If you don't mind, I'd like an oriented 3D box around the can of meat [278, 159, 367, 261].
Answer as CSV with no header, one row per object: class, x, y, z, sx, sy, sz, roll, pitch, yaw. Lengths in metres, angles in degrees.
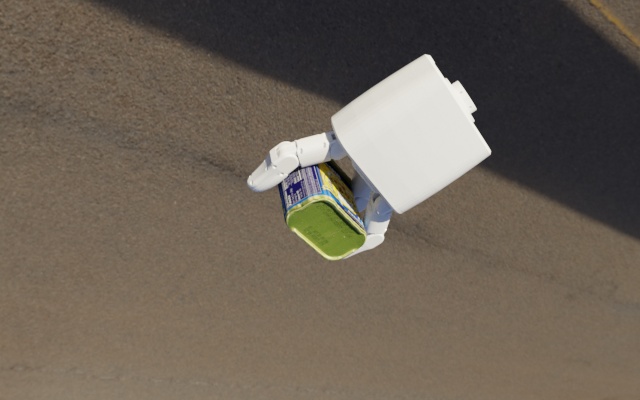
can of meat,0.000,0.002,0.488,0.057,0.084,0.102,-31,-46,16
